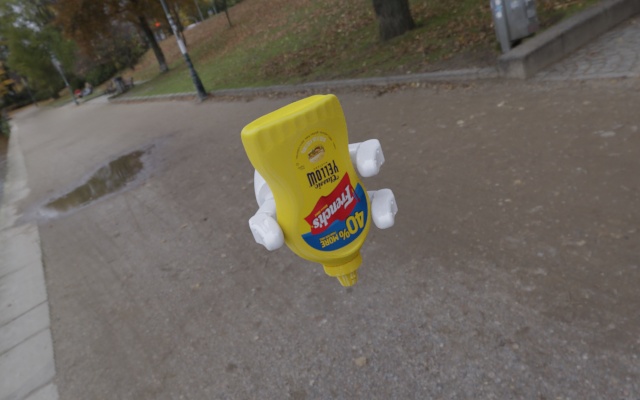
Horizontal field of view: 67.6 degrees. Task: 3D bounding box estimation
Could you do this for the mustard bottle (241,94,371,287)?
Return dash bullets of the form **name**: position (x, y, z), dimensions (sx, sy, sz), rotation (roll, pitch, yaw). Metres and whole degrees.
- **mustard bottle**: position (0.000, 0.001, 0.468), dimensions (0.096, 0.192, 0.058), rotation (-30, 23, -25)
